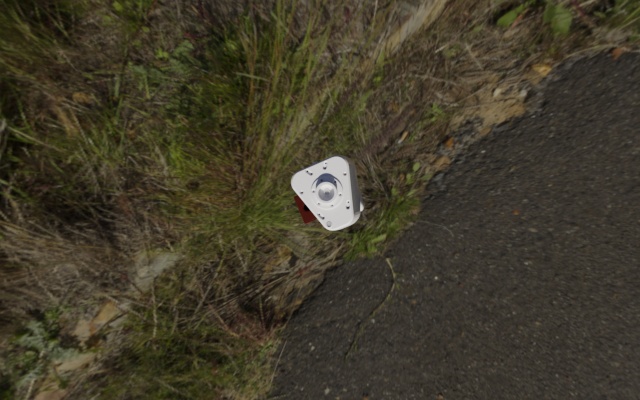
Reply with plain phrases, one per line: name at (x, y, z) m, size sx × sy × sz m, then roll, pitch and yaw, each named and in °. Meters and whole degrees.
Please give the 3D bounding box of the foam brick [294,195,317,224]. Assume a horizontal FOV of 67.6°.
foam brick at (0.000, 0.003, 0.842) m, size 0.078 × 0.053 × 0.051 m, roll -23°, pitch -2°, yaw 8°
